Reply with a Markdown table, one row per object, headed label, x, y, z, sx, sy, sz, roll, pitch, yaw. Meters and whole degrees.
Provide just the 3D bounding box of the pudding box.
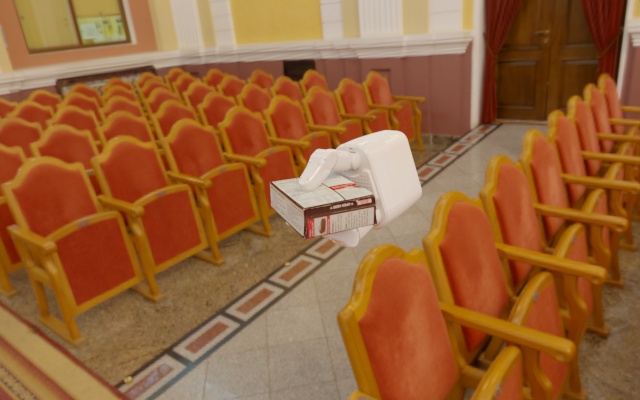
| label | x | y | z | sx | sy | sz | roll | pitch | yaw |
| --- | --- | --- | --- | --- | --- | --- | --- | --- | --- |
| pudding box | 0.000 | 0.002 | 0.556 | 0.090 | 0.039 | 0.113 | -11 | 20 | -21 |
